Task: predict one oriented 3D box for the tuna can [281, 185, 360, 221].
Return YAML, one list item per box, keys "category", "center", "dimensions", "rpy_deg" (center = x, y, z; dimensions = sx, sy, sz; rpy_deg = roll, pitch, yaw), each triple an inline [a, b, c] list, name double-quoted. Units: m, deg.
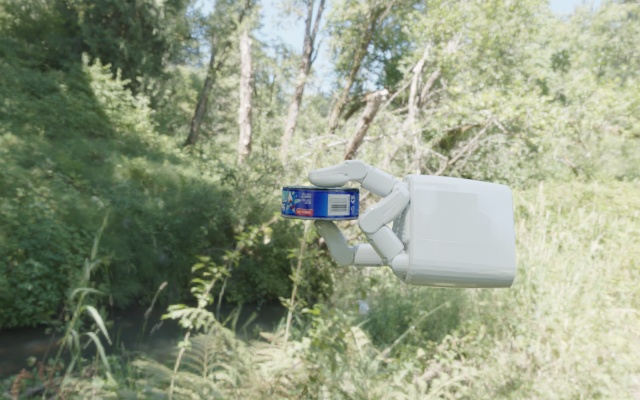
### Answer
- category: "tuna can"
  center: [0.000, 0.001, 0.519]
  dimensions: [0.086, 0.034, 0.086]
  rpy_deg: [2, 3, 0]
